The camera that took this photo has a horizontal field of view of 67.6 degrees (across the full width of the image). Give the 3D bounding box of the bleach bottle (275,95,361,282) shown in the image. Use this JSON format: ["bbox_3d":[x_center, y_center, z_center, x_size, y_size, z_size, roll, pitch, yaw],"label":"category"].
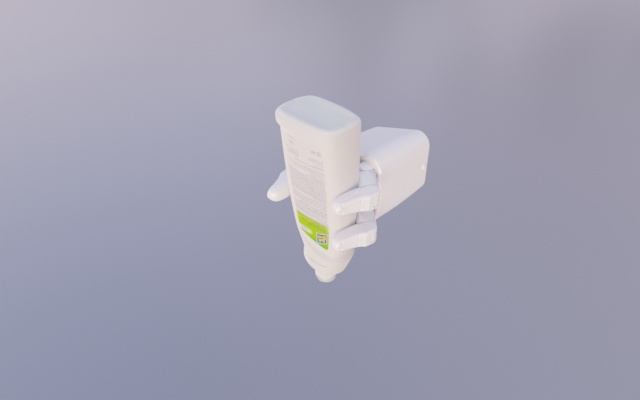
[{"bbox_3d":[0.000,0.002,0.609,0.068,0.251,0.102,-30,45,-33],"label":"bleach bottle"}]
